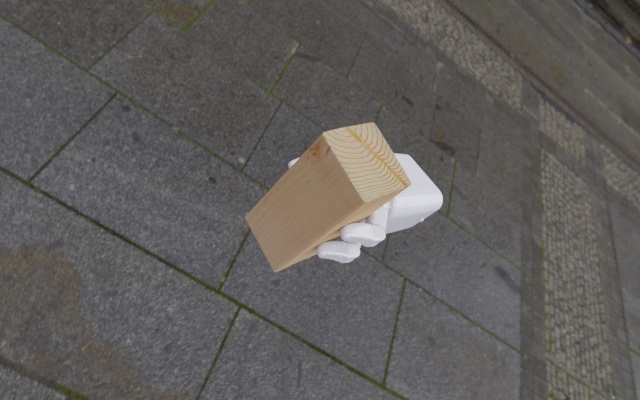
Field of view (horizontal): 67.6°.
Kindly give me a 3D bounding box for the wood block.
[{"bbox_3d":[0.000,0.002,0.600,0.090,0.091,0.206,-19,-16,-42],"label":"wood block"}]
